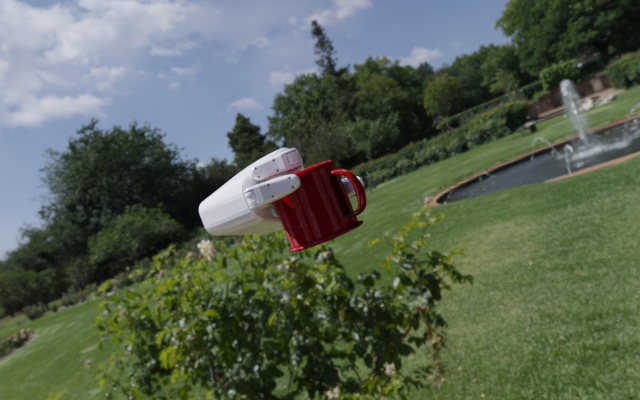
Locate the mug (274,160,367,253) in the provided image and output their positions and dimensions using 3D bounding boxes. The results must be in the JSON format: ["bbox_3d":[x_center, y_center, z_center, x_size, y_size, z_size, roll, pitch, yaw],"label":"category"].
[{"bbox_3d":[0.001,0.001,0.540,0.117,0.081,0.093,-21,2,41],"label":"mug"}]
